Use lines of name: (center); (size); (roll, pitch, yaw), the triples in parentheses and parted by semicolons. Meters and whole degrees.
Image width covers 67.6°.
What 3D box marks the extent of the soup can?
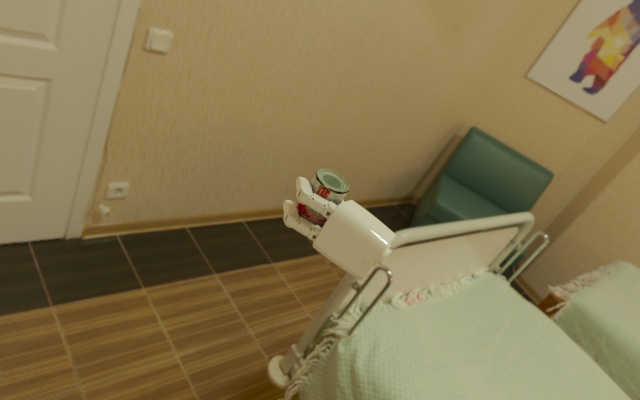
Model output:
soup can: (0.000, 0.002, 0.851); (0.068, 0.102, 0.068); (22, 31, -14)
